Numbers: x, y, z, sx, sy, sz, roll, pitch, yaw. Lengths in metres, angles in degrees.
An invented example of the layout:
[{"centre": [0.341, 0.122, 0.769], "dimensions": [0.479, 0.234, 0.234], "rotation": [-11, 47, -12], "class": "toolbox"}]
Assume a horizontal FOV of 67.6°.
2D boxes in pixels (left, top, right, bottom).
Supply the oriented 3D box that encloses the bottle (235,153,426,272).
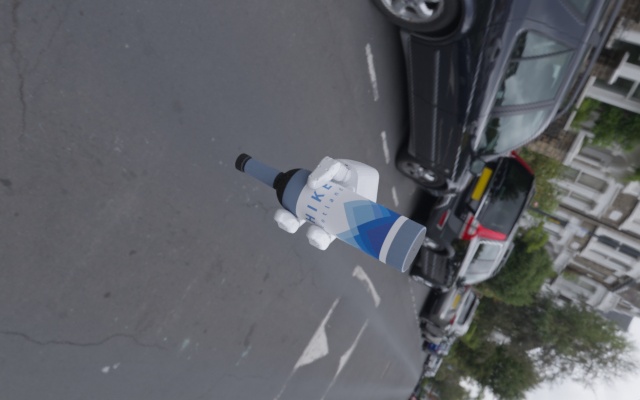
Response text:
[{"centre": [0.000, 0.002, 0.674], "dimensions": [0.295, 0.069, 0.069], "rotation": [27, 11, 22], "class": "bottle"}]
